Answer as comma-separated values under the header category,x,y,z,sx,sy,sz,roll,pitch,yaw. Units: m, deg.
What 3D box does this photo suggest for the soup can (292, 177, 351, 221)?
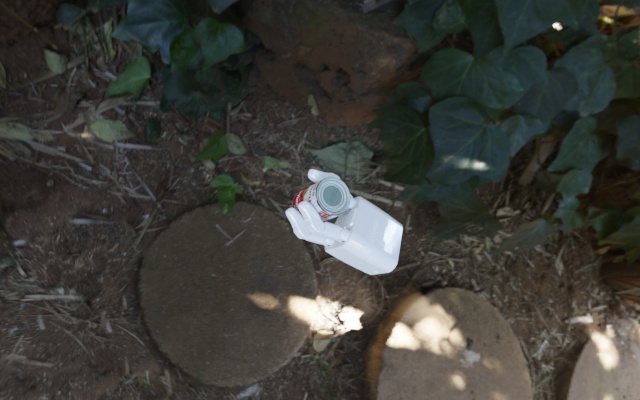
category,x,y,z,sx,sy,sz,roll,pitch,yaw
soup can,0.000,0.002,0.842,0.068,0.068,0.102,0,-12,-27
